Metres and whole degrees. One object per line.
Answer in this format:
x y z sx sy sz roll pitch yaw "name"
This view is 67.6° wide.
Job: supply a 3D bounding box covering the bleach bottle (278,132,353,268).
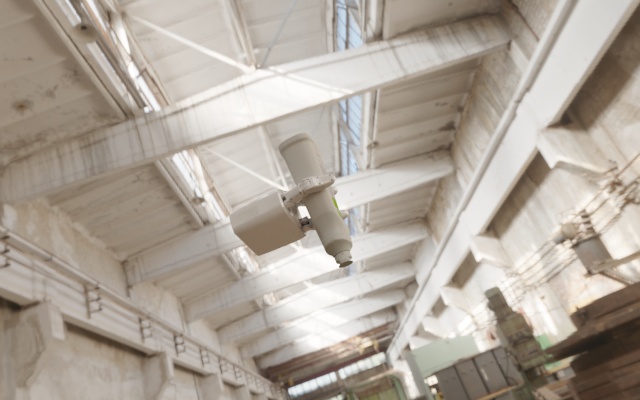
0.000 0.003 0.877 0.068 0.250 0.103 -26 -25 10 "bleach bottle"
